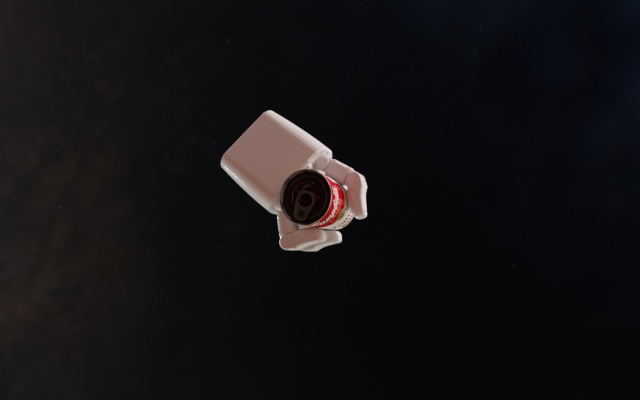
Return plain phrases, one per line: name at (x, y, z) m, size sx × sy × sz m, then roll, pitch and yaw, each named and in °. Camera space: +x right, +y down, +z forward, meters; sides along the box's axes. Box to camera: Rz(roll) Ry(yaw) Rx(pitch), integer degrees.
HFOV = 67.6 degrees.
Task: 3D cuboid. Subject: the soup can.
soup can at (0.001, 0.002, 0.614) m, size 0.068 × 0.068 × 0.102 m, roll 0°, pitch -7°, yaw 22°
